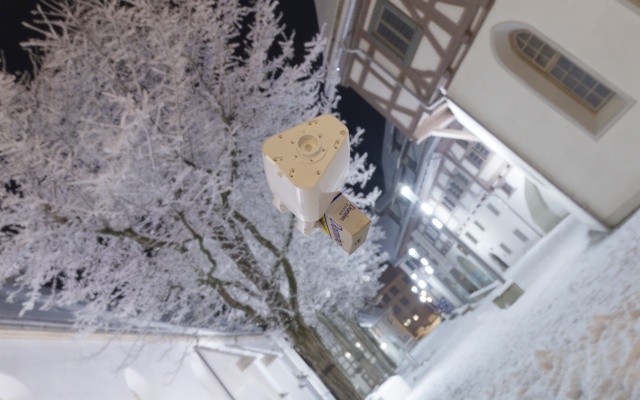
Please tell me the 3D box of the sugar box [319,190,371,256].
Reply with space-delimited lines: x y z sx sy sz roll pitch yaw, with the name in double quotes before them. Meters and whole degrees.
"sugar box" 0.000 0.003 0.757 0.048 0.176 0.093 -39 -19 -16
